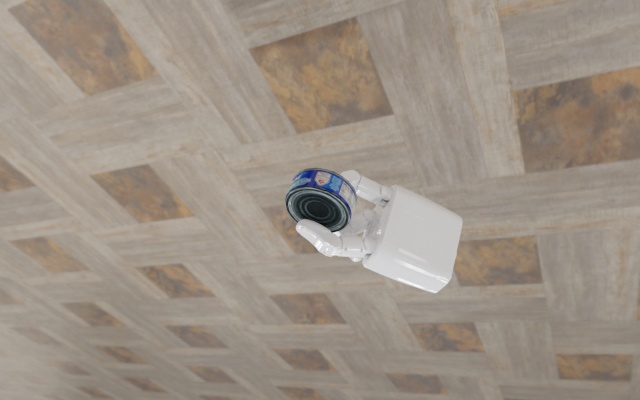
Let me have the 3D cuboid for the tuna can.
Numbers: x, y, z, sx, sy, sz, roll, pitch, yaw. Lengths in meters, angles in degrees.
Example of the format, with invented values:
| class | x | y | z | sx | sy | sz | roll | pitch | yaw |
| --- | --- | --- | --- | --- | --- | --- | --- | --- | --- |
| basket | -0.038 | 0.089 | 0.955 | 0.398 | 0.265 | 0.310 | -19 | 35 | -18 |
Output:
| class | x | y | z | sx | sy | sz | roll | pitch | yaw |
| --- | --- | --- | --- | --- | --- | --- | --- | --- | --- |
| tuna can | 0.000 | 0.002 | 0.591 | 0.086 | 0.033 | 0.086 | 12 | -40 | 11 |
